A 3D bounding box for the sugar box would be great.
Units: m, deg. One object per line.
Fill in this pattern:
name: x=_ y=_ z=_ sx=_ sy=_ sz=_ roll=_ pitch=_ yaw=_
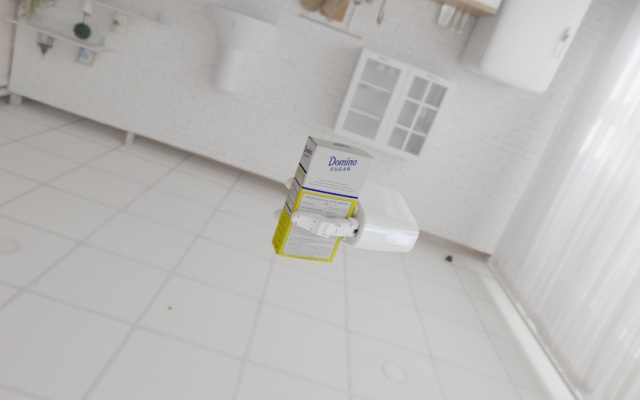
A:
sugar box: x=0.000 y=0.002 z=0.688 sx=0.093 sy=0.176 sz=0.048 roll=11 pitch=21 yaw=-26
